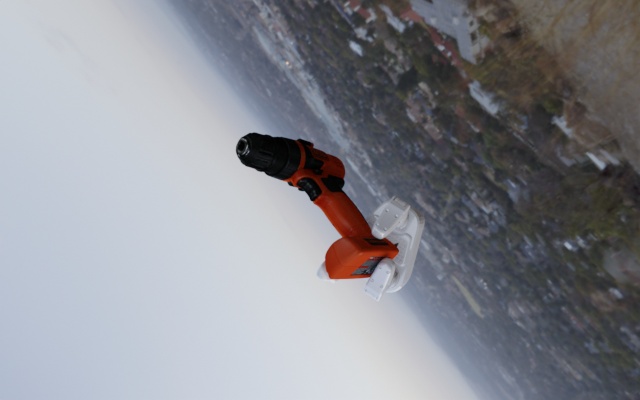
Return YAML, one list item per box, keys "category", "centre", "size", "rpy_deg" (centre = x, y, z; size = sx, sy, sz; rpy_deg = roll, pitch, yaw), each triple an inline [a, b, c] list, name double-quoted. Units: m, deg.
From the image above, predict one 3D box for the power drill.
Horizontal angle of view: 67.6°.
- category: "power drill"
  centre: [0.000, 0.002, 0.562]
  size: [0.057, 0.187, 0.184]
  rpy_deg: [-44, -29, 25]
